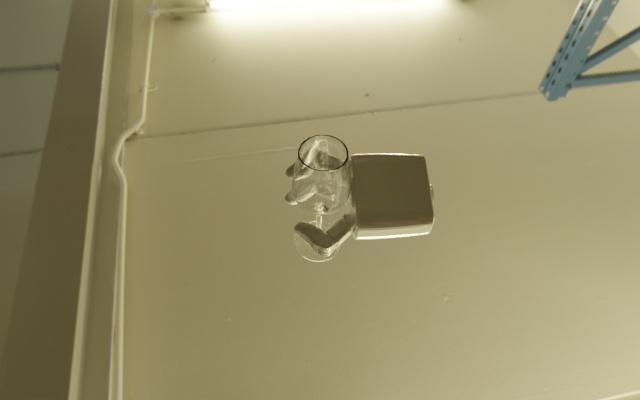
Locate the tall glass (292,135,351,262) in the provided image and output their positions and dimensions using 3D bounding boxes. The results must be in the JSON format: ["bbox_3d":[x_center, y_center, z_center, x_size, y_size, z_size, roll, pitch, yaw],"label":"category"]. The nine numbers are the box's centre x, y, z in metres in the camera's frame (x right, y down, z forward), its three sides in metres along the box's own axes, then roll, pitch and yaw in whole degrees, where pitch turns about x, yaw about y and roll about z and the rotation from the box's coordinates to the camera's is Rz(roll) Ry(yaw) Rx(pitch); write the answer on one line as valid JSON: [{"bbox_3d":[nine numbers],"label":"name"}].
[{"bbox_3d":[0.000,0.003,0.656,0.079,0.079,0.201,0,-37,-2],"label":"tall glass"}]
